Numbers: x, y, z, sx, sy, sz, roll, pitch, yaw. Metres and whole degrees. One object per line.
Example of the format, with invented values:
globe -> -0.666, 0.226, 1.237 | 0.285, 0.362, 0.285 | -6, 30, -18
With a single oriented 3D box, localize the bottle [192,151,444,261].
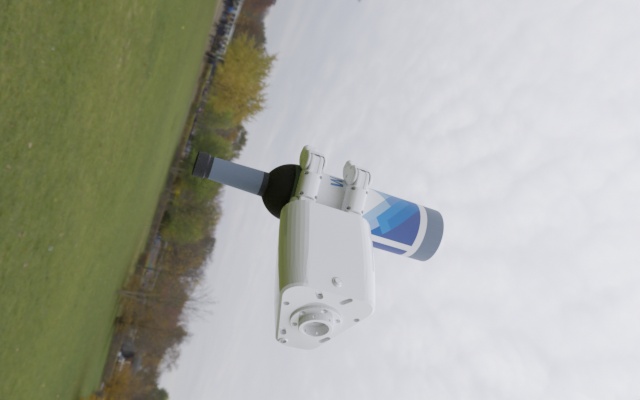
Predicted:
bottle -> 0.000, 0.002, 0.554 | 0.296, 0.069, 0.069 | 17, -5, -17
